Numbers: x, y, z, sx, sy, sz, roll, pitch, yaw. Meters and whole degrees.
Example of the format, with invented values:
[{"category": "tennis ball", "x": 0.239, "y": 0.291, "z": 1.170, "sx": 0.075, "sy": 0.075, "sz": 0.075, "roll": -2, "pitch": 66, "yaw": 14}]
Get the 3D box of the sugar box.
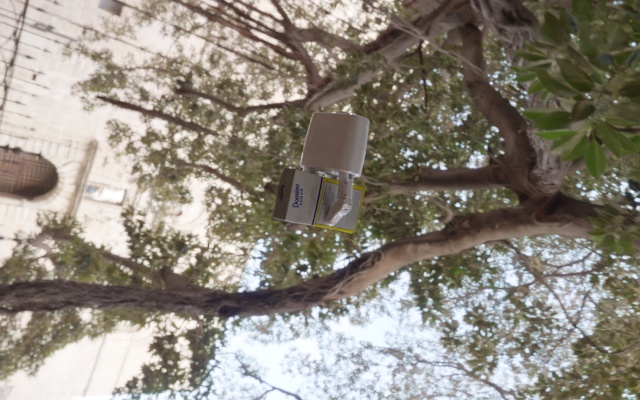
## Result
[{"category": "sugar box", "x": 0.000, "y": 0.003, "z": 0.879, "sx": 0.176, "sy": 0.093, "sz": 0.048, "roll": 14, "pitch": -2, "yaw": -38}]
